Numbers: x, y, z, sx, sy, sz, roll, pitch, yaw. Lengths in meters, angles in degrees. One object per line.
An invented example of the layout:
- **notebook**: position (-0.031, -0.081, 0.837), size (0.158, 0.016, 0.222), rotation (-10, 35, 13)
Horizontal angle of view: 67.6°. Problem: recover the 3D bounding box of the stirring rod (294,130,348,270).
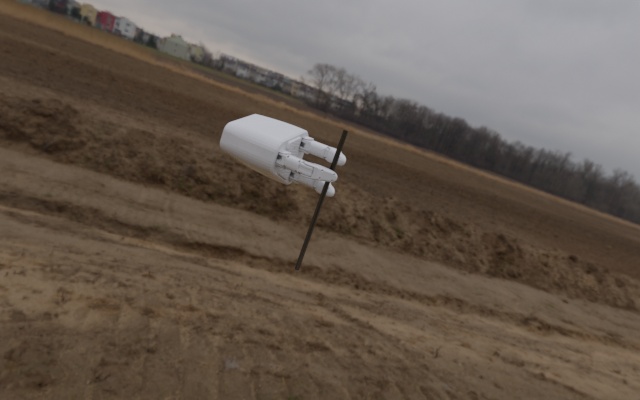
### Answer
- **stirring rod**: position (0.000, 0.003, 0.765), size (0.011, 0.239, 0.011), rotation (19, 11, -4)
